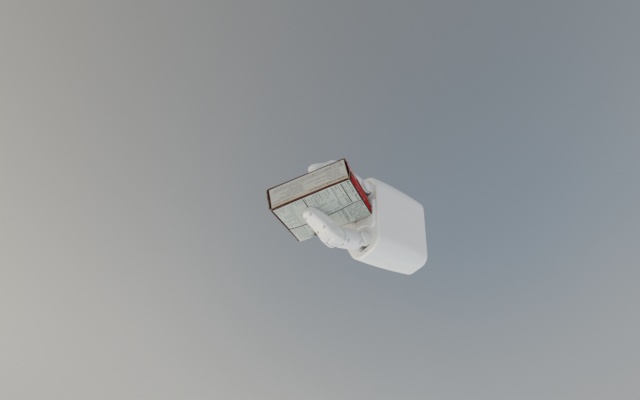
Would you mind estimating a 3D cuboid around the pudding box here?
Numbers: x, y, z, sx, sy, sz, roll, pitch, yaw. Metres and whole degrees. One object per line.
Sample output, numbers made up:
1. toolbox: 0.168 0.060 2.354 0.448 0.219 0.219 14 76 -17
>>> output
1. pudding box: 0.000 0.002 0.621 0.113 0.039 0.090 -23 -40 11
